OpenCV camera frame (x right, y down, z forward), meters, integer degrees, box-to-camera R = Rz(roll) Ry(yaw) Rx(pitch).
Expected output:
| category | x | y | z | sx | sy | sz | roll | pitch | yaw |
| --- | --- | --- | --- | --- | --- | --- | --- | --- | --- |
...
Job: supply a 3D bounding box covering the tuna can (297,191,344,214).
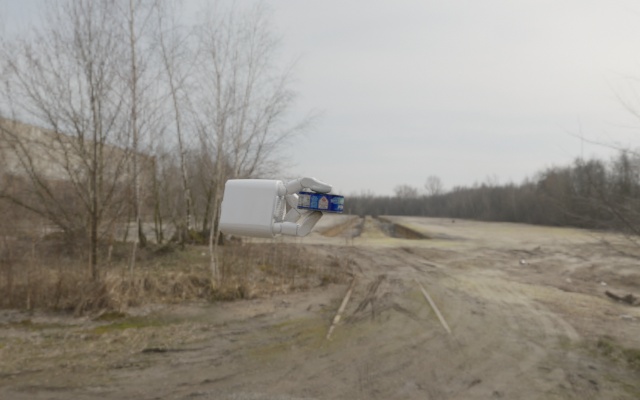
| category | x | y | z | sx | sy | sz | roll | pitch | yaw |
| --- | --- | --- | --- | --- | --- | --- | --- | --- | --- |
| tuna can | 0.000 | 0.002 | 0.883 | 0.086 | 0.034 | 0.086 | 6 | 0 | 0 |
